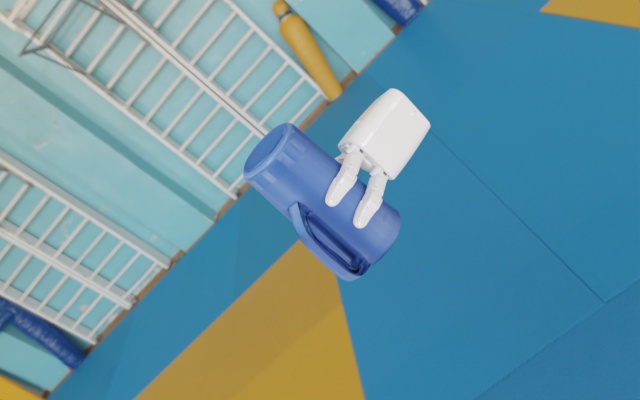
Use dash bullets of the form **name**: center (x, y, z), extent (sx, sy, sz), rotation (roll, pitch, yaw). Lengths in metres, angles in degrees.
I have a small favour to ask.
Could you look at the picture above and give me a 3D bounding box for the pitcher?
- **pitcher**: center (0.000, 0.002, 0.736), extent (0.243, 0.145, 0.149), rotation (41, -6, -23)
